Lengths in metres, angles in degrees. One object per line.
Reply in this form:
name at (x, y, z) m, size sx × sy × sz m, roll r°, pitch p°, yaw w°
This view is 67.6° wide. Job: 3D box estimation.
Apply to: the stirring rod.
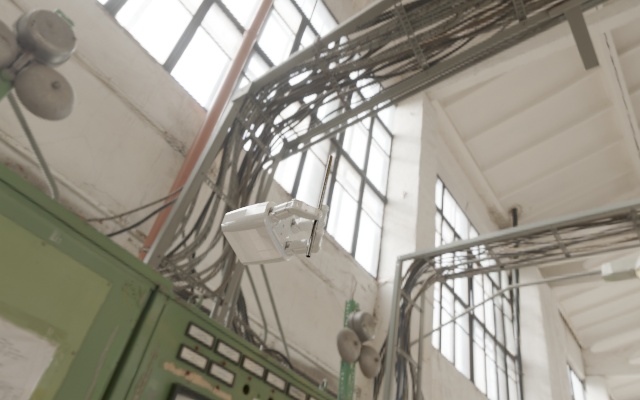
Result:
stirring rod at (0.000, 0.003, 0.876) m, size 0.011 × 0.239 × 0.011 m, roll 8°, pitch -39°, yaw 6°
